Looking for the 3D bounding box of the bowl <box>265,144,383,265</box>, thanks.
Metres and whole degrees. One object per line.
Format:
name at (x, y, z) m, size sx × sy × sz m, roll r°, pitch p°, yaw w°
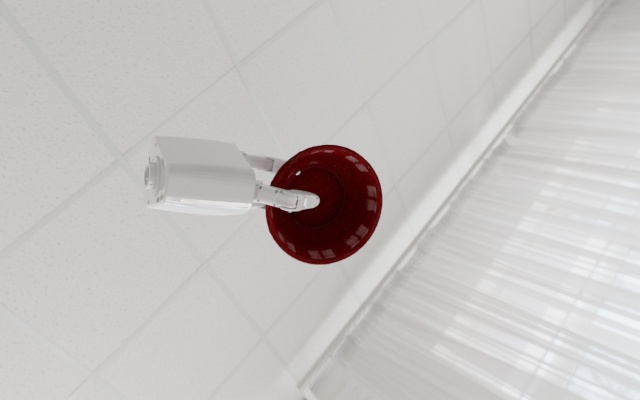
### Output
bowl at (0.001, 0.003, 0.646) m, size 0.162 × 0.162 × 0.055 m, roll 0°, pitch 13°, yaw -17°
